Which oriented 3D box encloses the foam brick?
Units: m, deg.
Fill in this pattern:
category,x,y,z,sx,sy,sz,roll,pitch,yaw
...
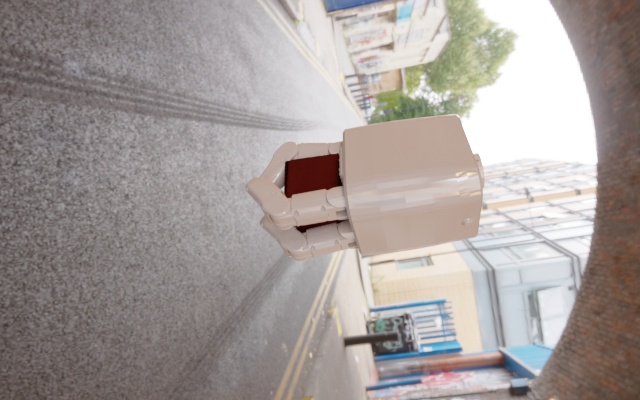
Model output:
category,x,y,z,sx,sy,sz,roll,pitch,yaw
foam brick,0.000,0.002,0.455,0.051,0.053,0.078,-7,-33,9
